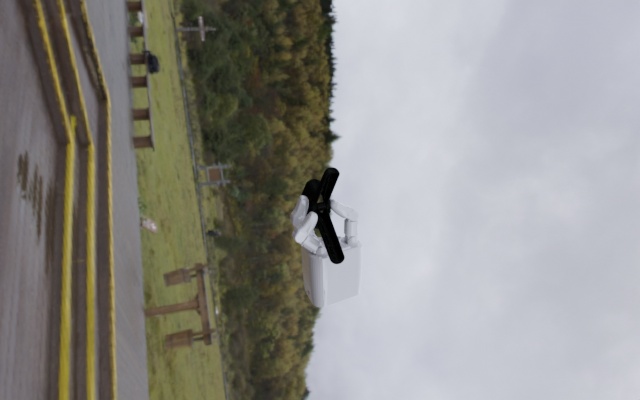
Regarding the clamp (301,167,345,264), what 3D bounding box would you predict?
[{"bbox_3d":[0.001,0.003,0.874,0.036,0.165,0.210,-6,18,-15],"label":"clamp"}]
